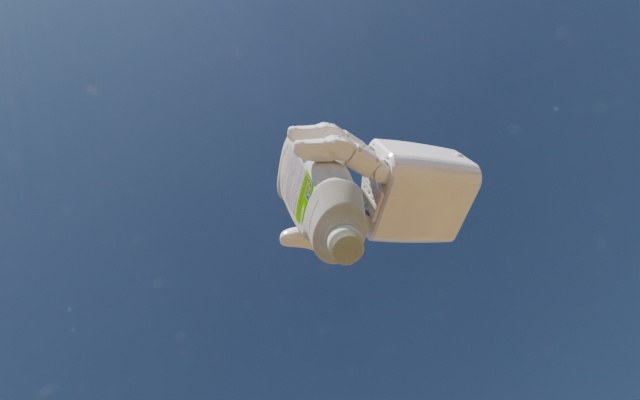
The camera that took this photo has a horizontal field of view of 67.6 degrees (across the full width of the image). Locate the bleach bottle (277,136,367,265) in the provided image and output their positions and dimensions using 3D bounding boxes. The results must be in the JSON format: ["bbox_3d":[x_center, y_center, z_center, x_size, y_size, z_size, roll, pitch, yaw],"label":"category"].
[{"bbox_3d":[0.000,0.002,0.517,0.068,0.103,0.250,4,22,-13],"label":"bleach bottle"}]
